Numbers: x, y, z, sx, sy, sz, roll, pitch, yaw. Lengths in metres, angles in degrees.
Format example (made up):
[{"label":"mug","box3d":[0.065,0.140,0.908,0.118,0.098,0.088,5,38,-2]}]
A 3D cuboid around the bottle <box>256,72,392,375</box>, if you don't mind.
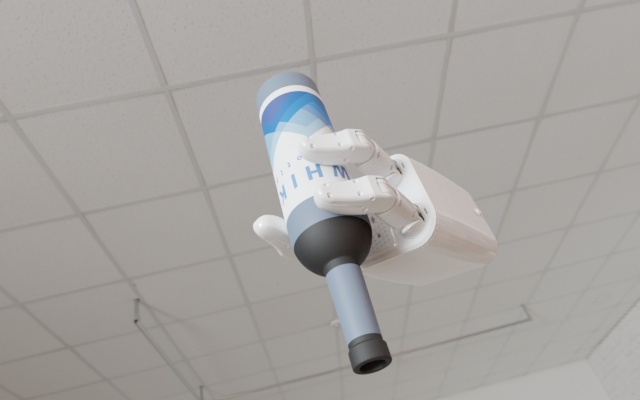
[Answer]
[{"label":"bottle","box3d":[0.000,0.001,0.408,0.069,0.295,0.069,-10,-40,-9]}]
